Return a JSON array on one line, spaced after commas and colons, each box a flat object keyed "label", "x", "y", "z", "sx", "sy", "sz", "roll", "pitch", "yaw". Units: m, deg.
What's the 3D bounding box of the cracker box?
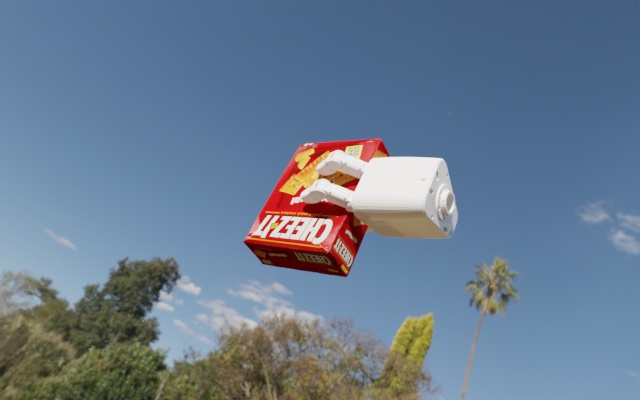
[{"label": "cracker box", "x": 0.000, "y": 0.002, "z": 0.743, "sx": 0.164, "sy": 0.213, "sz": 0.072, "roll": 2, "pitch": -39, "yaw": 37}]
